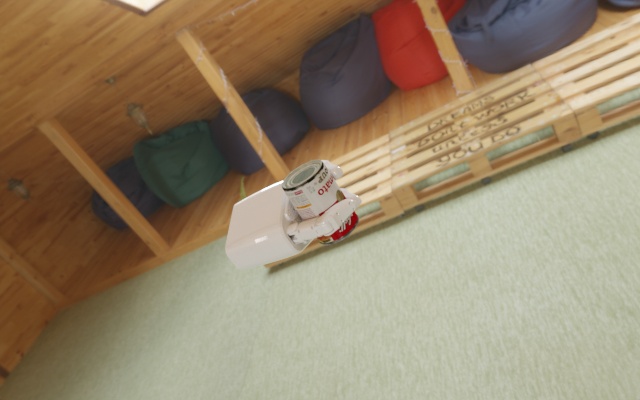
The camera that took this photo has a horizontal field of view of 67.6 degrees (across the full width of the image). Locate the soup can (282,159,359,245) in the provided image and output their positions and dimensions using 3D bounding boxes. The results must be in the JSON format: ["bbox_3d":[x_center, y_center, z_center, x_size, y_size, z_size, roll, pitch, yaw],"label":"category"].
[{"bbox_3d":[0.000,0.002,0.666,0.068,0.102,0.068,-27,25,14],"label":"soup can"}]
